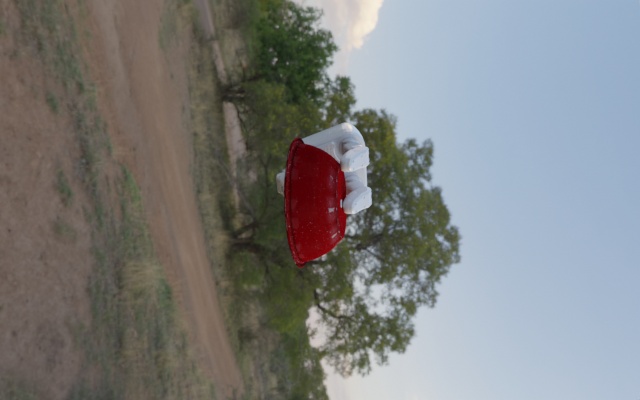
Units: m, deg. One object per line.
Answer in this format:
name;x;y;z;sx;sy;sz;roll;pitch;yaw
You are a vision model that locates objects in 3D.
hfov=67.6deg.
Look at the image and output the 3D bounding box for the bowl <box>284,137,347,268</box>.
bowl;0.000;0.003;0.590;0.055;0.162;0.162;-1;0;10
